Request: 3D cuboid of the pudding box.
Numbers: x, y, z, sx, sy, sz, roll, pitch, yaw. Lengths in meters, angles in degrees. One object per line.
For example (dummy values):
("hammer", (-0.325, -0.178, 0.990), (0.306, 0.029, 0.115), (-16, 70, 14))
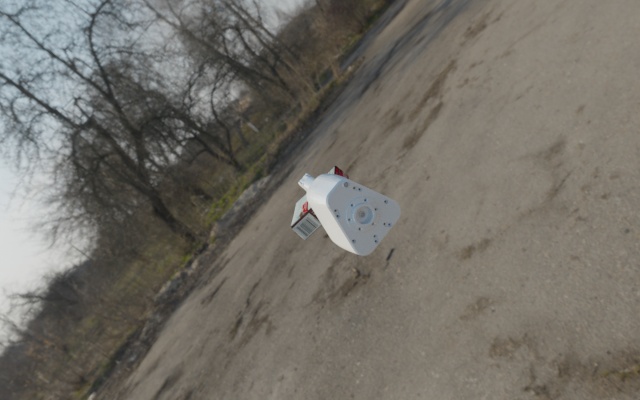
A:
("pudding box", (0.000, 0.003, 0.828), (0.113, 0.039, 0.090), (-42, 17, 22))
